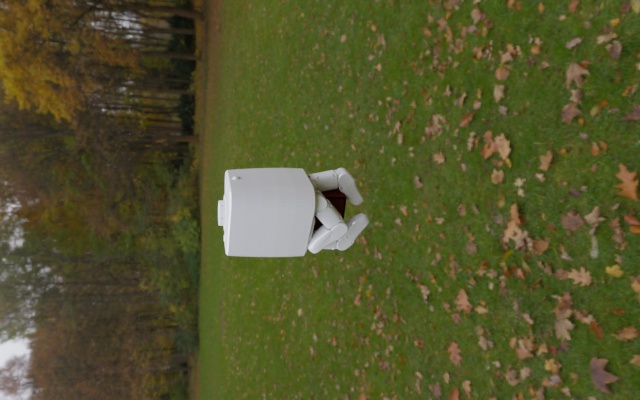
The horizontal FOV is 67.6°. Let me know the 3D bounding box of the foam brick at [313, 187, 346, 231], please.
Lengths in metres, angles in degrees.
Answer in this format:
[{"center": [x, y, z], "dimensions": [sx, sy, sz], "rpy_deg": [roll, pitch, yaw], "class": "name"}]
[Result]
[{"center": [0.000, 0.002, 0.683], "dimensions": [0.051, 0.053, 0.078], "rpy_deg": [-1, 25, -15], "class": "foam brick"}]
